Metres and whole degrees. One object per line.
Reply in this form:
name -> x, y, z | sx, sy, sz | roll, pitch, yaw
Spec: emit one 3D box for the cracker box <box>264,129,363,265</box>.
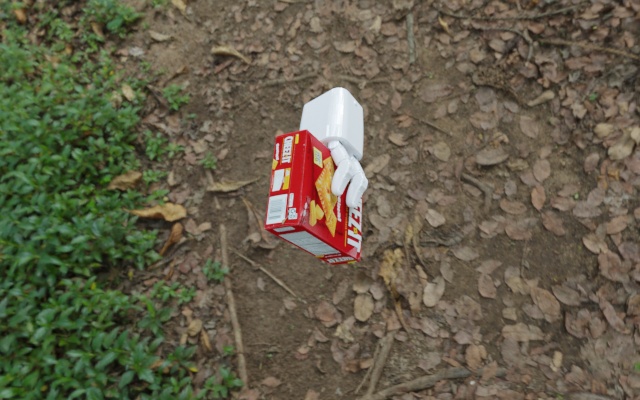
cracker box -> 0.000, 0.003, 0.816 | 0.072, 0.164, 0.214 | -9, -26, 29
